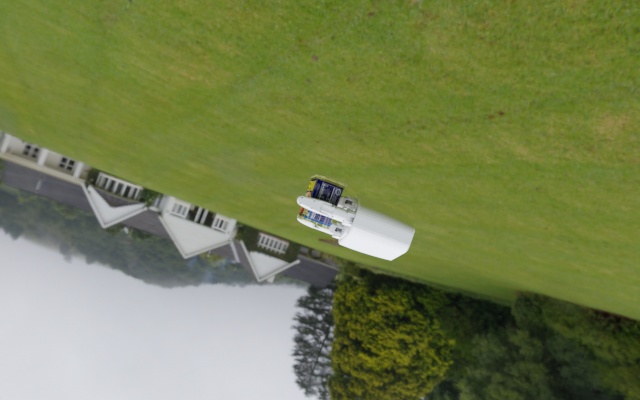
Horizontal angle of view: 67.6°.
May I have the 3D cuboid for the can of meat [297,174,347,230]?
[{"bbox_3d":[0.000,0.003,0.860,0.057,0.084,0.102,20,-2,-9],"label":"can of meat"}]
